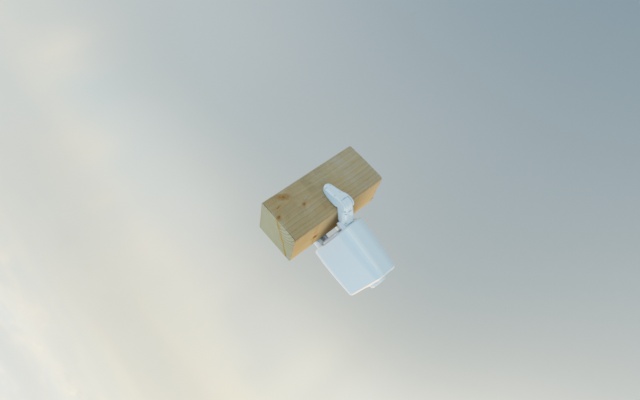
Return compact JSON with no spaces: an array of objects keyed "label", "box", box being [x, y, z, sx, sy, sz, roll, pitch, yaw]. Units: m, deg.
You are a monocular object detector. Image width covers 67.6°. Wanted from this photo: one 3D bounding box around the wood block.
[{"label":"wood block","box":[0.000,0.003,0.861,0.206,0.090,0.091,-35,-18,-26]}]
